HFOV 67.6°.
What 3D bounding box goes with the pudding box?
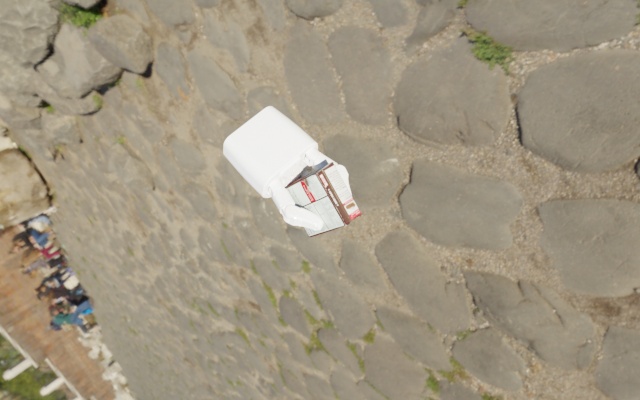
[{"bbox_3d":[0.000,0.002,0.716,0.039,0.090,0.113,-33,6,-31],"label":"pudding box"}]
